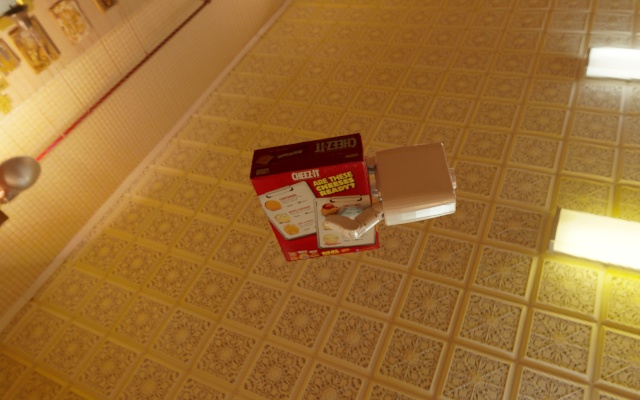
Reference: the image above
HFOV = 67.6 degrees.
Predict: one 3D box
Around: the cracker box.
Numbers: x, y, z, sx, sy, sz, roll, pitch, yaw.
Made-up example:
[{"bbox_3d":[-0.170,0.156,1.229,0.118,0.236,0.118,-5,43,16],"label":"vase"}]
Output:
[{"bbox_3d":[0.000,0.003,0.754,0.164,0.072,0.214,-9,-42,7],"label":"cracker box"}]
